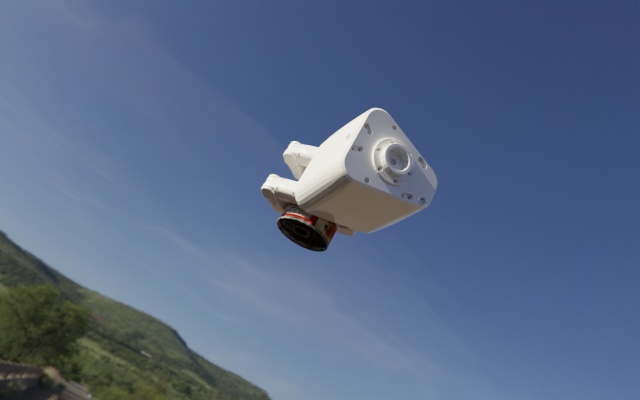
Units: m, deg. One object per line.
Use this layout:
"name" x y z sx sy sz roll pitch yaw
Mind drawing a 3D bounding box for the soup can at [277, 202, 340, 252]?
"soup can" 0.000 0.002 0.587 0.068 0.102 0.068 23 -28 13
